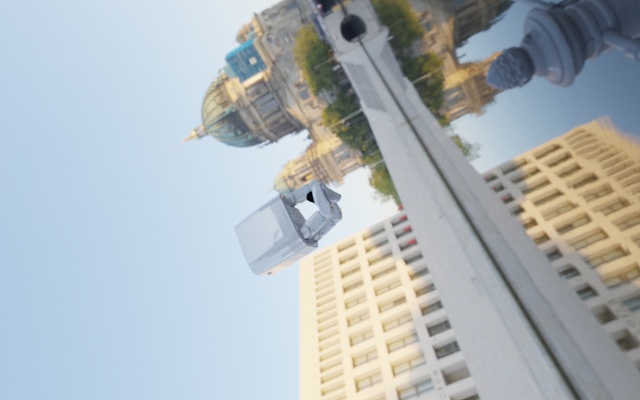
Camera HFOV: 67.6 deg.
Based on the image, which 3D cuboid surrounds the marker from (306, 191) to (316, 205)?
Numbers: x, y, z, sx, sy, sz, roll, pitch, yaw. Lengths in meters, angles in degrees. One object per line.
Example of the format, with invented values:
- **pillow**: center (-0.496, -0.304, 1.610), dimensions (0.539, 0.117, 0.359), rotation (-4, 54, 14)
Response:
- **marker**: center (0.000, 0.003, 0.855), dimensions (0.020, 0.020, 0.121), rotation (0, -9, 17)
